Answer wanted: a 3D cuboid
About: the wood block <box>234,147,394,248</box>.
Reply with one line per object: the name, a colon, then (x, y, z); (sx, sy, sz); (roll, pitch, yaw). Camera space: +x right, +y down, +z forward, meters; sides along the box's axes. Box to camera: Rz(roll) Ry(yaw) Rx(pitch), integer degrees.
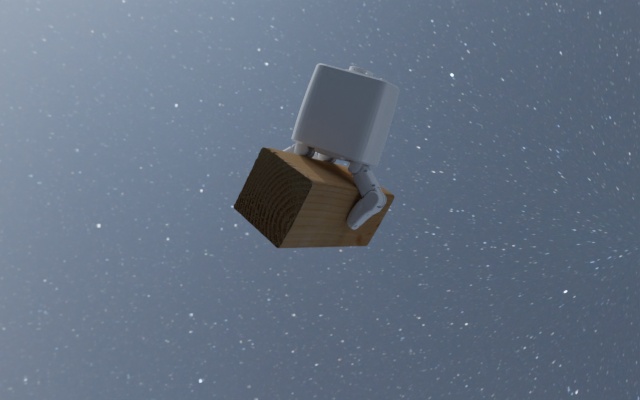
wood block: (0.001, 0.002, 0.634); (0.090, 0.090, 0.206); (37, 17, 31)
